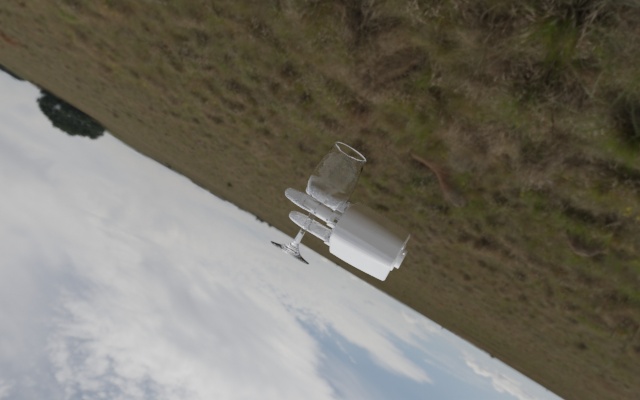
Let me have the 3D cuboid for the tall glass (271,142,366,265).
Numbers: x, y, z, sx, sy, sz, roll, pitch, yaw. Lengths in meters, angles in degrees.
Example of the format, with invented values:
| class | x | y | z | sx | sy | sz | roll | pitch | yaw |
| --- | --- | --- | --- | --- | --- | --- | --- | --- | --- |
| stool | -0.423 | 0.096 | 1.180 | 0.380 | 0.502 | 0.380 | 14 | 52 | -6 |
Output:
| class | x | y | z | sx | sy | sz | roll | pitch | yaw |
| --- | --- | --- | --- | --- | --- | --- | --- | --- | --- |
| tall glass | 0.000 | 0.003 | 0.797 | 0.079 | 0.201 | 0.079 | 31 | -4 | 2 |
